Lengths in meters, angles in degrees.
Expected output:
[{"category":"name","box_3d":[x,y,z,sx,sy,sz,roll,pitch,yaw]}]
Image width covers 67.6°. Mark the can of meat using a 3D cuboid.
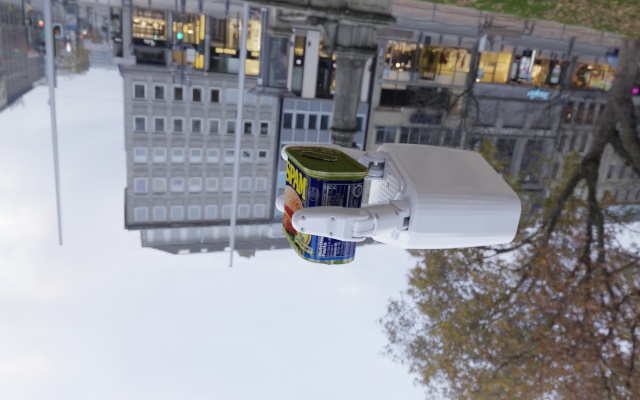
[{"category":"can of meat","box_3d":[0.000,0.002,0.438,0.057,0.084,0.102,-1,18,-18]}]
